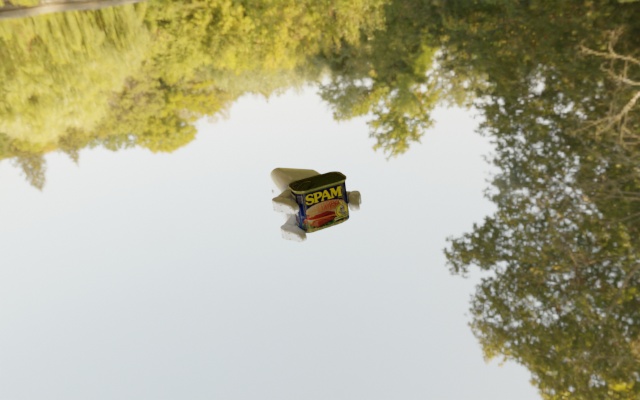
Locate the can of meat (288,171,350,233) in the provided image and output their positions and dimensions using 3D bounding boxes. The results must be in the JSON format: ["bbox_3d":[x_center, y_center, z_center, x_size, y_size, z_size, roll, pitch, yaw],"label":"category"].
[{"bbox_3d":[0.000,0.003,0.860,0.102,0.084,0.057,-16,25,-17],"label":"can of meat"}]
